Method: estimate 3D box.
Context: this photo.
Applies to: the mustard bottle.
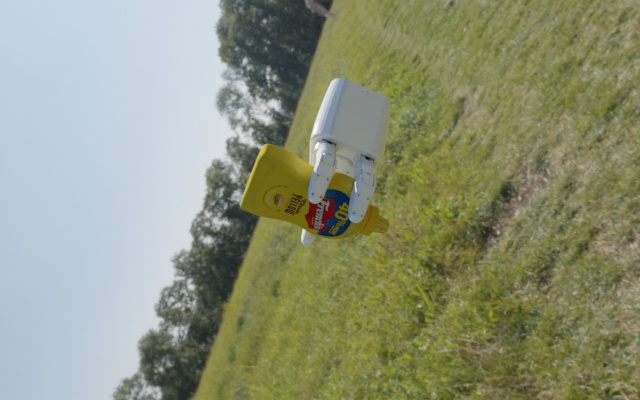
[{"bbox_3d":[0.000,0.002,0.618,0.191,0.096,0.058,21,36,-10],"label":"mustard bottle"}]
